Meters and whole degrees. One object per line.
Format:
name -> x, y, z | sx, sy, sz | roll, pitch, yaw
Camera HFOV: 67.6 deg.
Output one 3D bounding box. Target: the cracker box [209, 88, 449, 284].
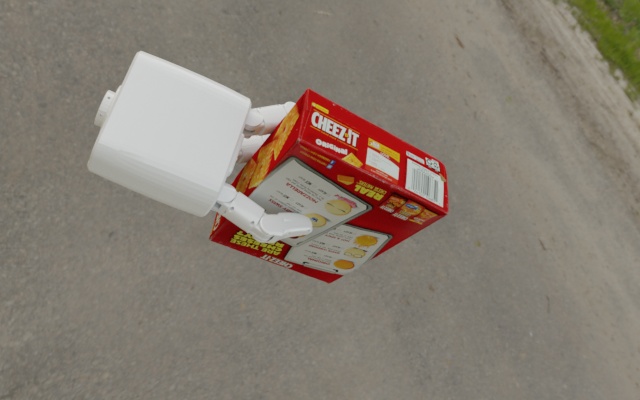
cracker box -> 0.000, 0.002, 0.504 | 0.164, 0.072, 0.214 | 24, -37, -21
